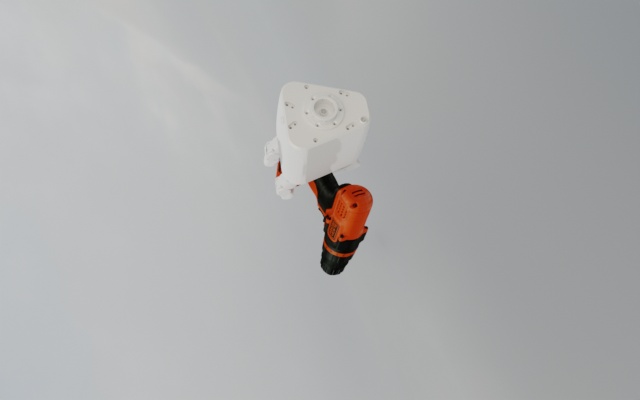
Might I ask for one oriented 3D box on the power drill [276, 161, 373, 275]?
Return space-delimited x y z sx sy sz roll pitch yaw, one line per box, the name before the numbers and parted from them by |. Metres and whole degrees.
power drill | 0.000 0.002 0.723 0.057 0.187 0.185 -18 -34 -30
